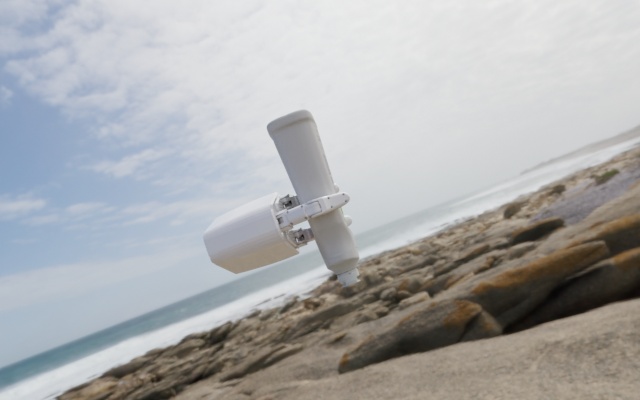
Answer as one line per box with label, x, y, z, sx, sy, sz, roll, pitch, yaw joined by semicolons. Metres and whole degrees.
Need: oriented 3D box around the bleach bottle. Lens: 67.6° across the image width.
bleach bottle;0.000;0.002;0.687;0.068;0.251;0.102;-21;-5;5
